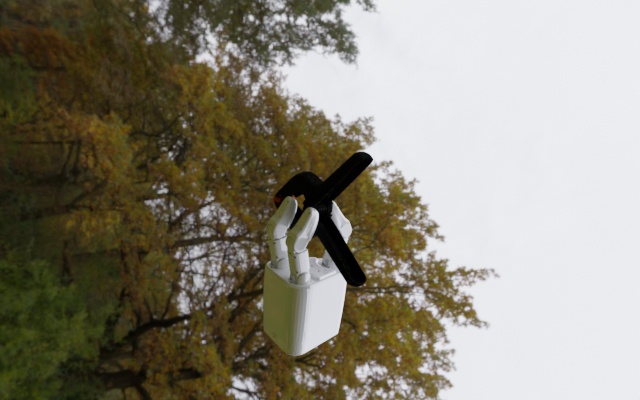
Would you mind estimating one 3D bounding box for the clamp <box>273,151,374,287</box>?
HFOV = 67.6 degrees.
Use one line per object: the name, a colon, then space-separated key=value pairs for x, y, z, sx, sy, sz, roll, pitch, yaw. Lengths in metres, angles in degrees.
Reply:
clamp: x=0.000 y=0.002 z=0.642 sx=0.036 sy=0.164 sz=0.210 roll=-2 pitch=17 yaw=-34
